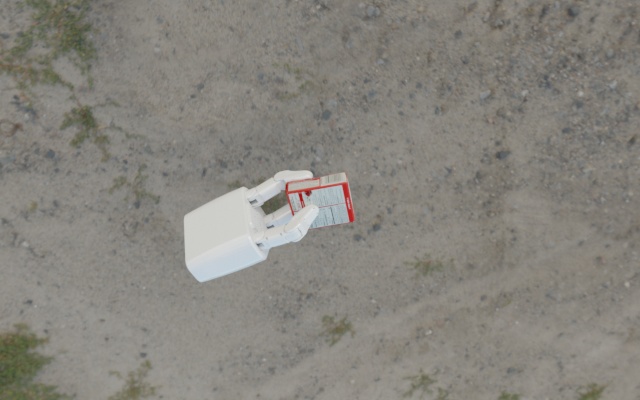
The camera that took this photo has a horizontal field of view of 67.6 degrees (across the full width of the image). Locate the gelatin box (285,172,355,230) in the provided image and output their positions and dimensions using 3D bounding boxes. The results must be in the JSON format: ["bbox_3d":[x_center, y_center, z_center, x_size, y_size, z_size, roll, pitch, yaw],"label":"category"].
[{"bbox_3d":[0.000,0.002,0.688,0.089,0.073,0.030,-10,36,6],"label":"gelatin box"}]
